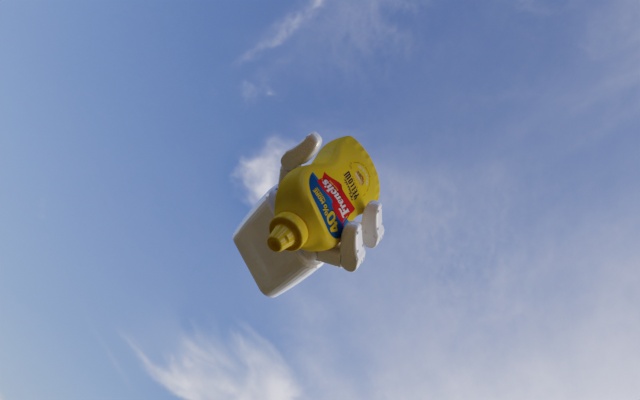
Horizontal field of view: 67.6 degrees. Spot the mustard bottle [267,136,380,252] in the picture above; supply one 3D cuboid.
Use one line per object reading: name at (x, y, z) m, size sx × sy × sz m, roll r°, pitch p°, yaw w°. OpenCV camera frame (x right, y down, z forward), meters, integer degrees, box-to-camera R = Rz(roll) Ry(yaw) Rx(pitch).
mustard bottle at (0.000, 0.002, 0.540) m, size 0.058 × 0.096 × 0.191 m, roll -12°, pitch 19°, yaw 37°
